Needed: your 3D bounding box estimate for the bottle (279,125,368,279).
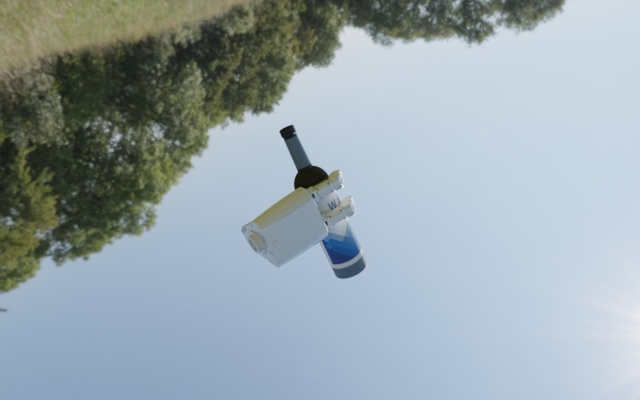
[{"bbox_3d":[0.000,0.003,0.860,0.069,0.296,0.069,-22,19,8],"label":"bottle"}]
